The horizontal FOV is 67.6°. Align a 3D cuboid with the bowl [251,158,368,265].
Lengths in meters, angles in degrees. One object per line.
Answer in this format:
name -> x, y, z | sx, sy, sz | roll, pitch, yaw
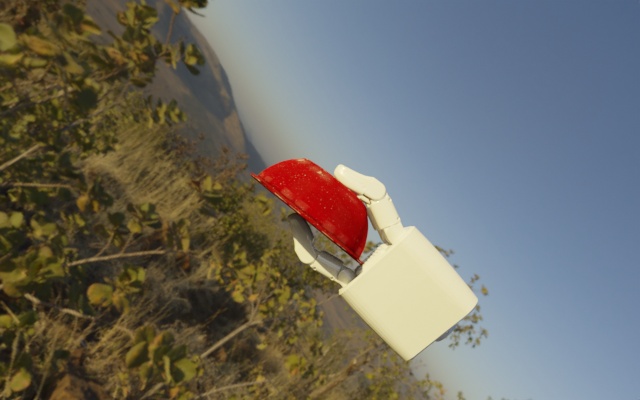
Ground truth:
bowl -> -0.001, 0.001, 0.541 | 0.162, 0.055, 0.162 | 38, -3, 2
